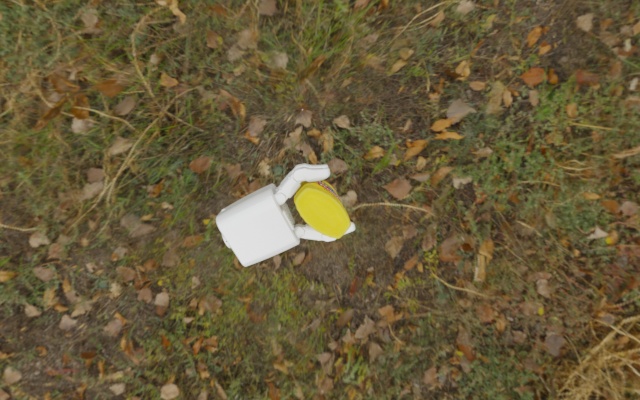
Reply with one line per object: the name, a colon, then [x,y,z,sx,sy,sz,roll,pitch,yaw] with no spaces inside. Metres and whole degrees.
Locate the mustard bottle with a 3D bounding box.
mustard bottle: [0.000,0.003,0.817,0.096,0.058,0.191,39,7,-9]
